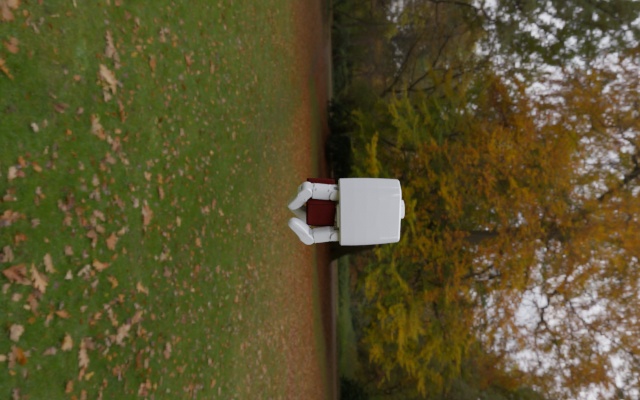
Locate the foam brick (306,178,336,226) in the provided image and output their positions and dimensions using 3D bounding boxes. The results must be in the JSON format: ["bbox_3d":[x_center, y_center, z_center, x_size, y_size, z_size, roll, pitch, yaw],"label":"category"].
[{"bbox_3d":[0.000,0.003,0.861,0.051,0.053,0.078,0,39,-1],"label":"foam brick"}]
